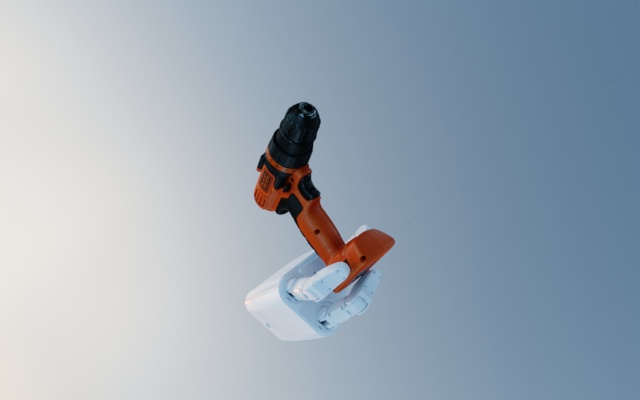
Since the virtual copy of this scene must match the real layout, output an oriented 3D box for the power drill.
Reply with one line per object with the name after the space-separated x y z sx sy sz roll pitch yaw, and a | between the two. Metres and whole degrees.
0.000 0.002 0.555 0.057 0.187 0.184 -28 -18 -32 | power drill
